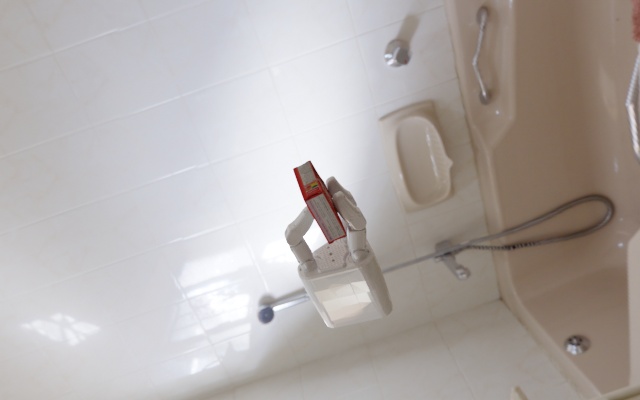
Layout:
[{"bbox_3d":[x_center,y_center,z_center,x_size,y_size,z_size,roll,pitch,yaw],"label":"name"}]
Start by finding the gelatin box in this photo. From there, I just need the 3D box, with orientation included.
[{"bbox_3d":[0.000,0.002,0.628,0.030,0.089,0.073,-26,39,4],"label":"gelatin box"}]
